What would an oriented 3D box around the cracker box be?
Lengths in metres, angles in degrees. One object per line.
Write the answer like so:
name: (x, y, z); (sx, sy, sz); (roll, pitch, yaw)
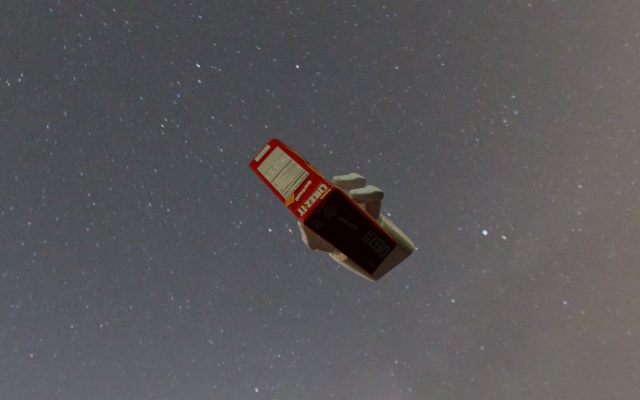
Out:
cracker box: (0.000, 0.002, 0.737); (0.164, 0.072, 0.213); (40, 2, -38)
